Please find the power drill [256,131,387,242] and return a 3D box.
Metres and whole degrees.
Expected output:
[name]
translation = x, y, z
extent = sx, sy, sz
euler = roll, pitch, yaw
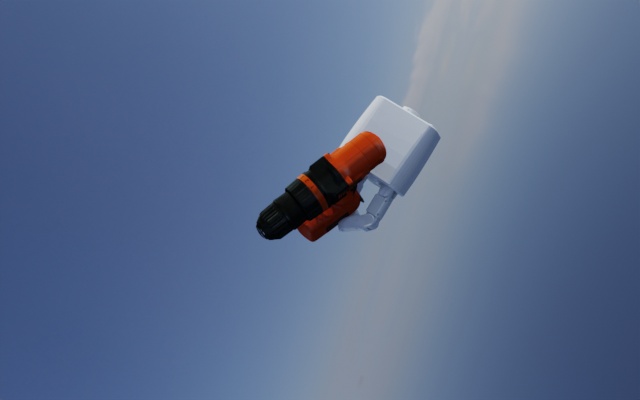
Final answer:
[power drill]
translation = 0.000, 0.002, 0.634
extent = 0.184, 0.057, 0.188
euler = -36, -10, -10
